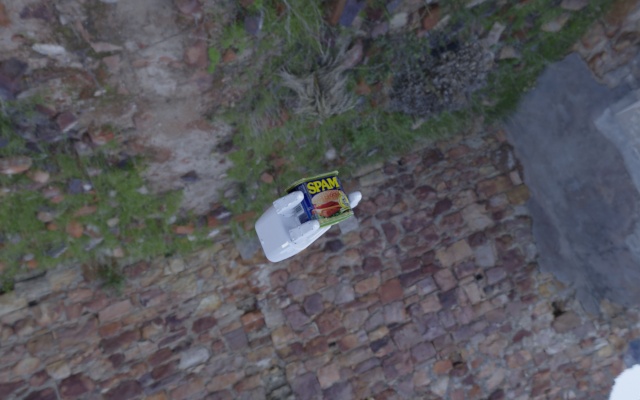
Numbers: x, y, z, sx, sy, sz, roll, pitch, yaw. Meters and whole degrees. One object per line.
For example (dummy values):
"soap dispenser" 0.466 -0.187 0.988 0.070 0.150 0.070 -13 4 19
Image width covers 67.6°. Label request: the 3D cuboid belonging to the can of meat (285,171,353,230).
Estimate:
"can of meat" 0.000 0.003 0.832 0.102 0.084 0.057 -16 -12 -39
